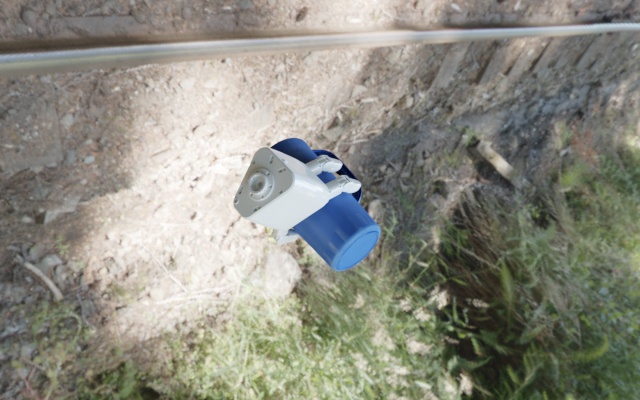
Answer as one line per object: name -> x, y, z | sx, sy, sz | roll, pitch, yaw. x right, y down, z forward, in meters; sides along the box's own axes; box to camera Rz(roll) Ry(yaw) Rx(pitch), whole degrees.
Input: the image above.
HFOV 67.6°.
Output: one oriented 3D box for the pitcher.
pitcher -> 0.000, 0.003, 0.863 | 0.242, 0.149, 0.145 | 47, 11, 27
